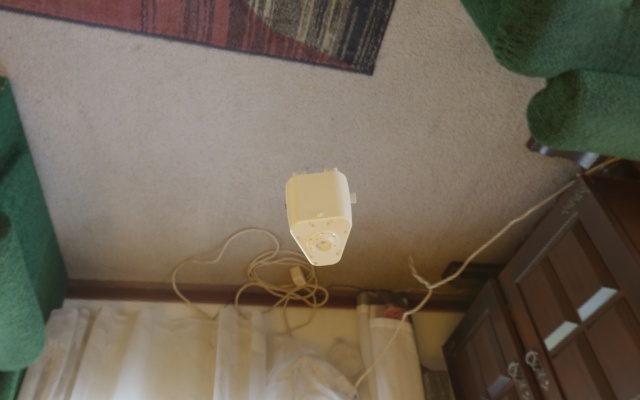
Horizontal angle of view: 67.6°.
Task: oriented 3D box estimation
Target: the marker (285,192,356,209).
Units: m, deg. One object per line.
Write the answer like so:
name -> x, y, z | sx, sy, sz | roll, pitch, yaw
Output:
marker -> 0.000, 0.003, 0.818 | 0.121, 0.020, 0.020 | -8, 0, 1
